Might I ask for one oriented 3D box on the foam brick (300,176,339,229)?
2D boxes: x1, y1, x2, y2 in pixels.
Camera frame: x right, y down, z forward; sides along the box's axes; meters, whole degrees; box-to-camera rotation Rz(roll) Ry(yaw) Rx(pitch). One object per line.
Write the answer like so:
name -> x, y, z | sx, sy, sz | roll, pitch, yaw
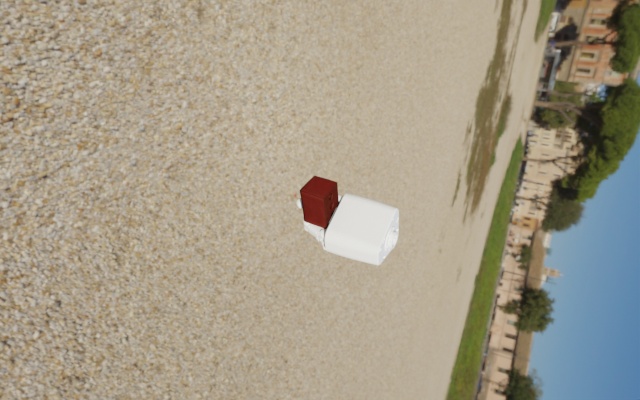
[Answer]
foam brick -> 0.000, 0.003, 0.883 | 0.051, 0.078, 0.053 | 18, 47, 26
